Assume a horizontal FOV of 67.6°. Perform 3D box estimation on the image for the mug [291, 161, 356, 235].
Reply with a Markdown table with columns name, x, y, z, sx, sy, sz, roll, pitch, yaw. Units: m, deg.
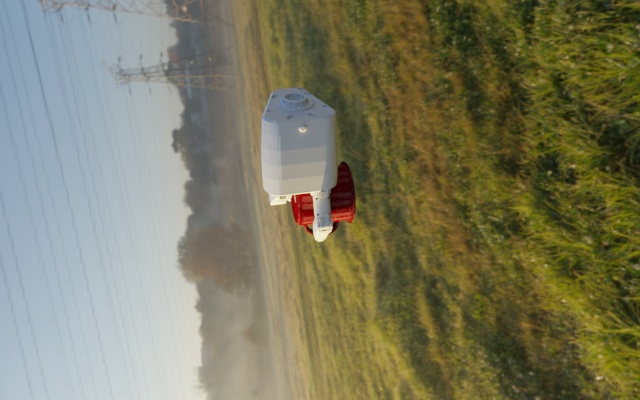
| name | x | y | z | sx | sy | sz | roll | pitch | yaw |
| --- | --- | --- | --- | --- | --- | --- | --- | --- | --- |
| mug | 0.000 | 0.004 | 0.711 | 0.081 | 0.117 | 0.093 | -7 | 34 | -11 |
